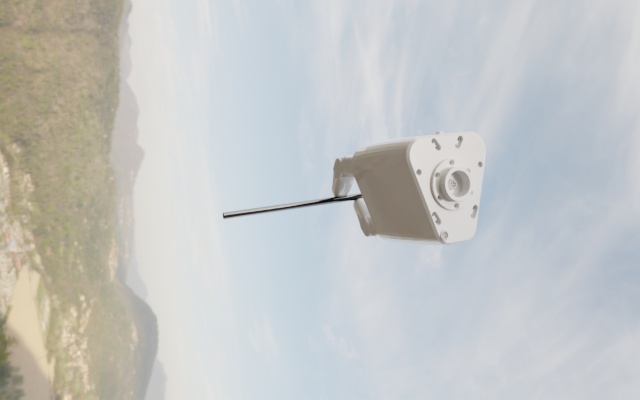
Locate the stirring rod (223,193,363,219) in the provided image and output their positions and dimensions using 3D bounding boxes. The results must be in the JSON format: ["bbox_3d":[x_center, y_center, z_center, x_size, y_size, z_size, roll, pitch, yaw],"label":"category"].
[{"bbox_3d":[0.000,0.002,0.586,0.239,0.011,0.011,-8,3,-23],"label":"stirring rod"}]
